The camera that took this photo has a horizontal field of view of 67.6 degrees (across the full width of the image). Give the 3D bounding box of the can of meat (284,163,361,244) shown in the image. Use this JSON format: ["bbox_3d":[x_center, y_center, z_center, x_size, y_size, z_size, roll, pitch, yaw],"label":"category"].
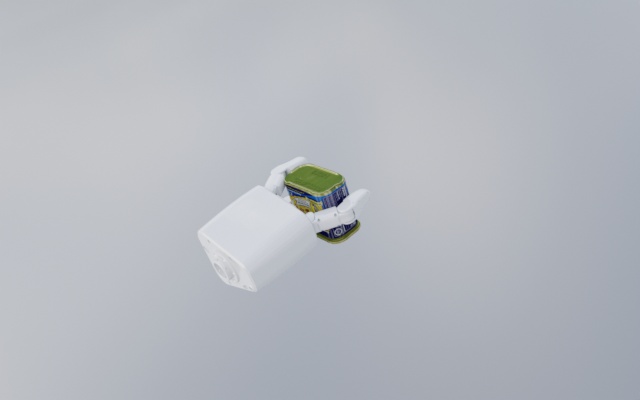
[{"bbox_3d":[0.000,0.002,0.671,0.057,0.084,0.102,-36,36,-26],"label":"can of meat"}]
